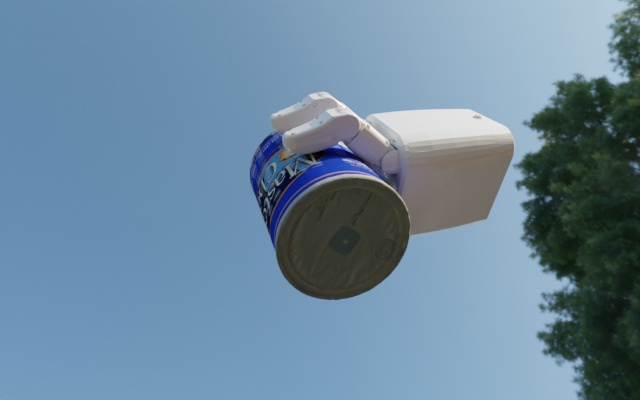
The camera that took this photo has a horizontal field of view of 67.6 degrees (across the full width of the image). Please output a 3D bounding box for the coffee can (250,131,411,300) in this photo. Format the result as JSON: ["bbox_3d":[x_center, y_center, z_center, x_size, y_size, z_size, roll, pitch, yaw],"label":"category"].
[{"bbox_3d":[0.000,0.001,0.405,0.103,0.103,0.140,0,25,-17],"label":"coffee can"}]
